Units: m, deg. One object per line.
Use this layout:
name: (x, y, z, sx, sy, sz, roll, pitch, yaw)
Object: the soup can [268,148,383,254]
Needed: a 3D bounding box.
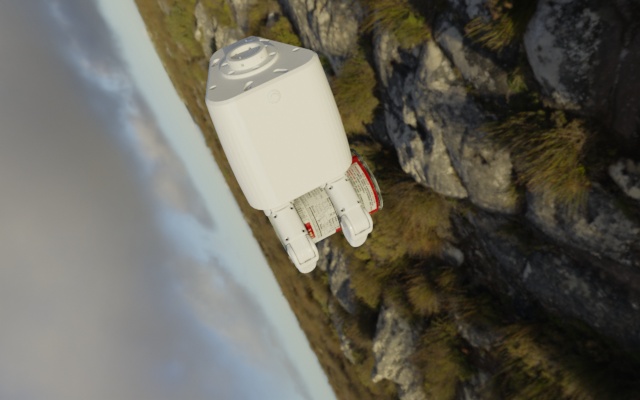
soup can: (0.000, 0.002, 0.467, 0.102, 0.068, 0.068, -27, 4, -9)
